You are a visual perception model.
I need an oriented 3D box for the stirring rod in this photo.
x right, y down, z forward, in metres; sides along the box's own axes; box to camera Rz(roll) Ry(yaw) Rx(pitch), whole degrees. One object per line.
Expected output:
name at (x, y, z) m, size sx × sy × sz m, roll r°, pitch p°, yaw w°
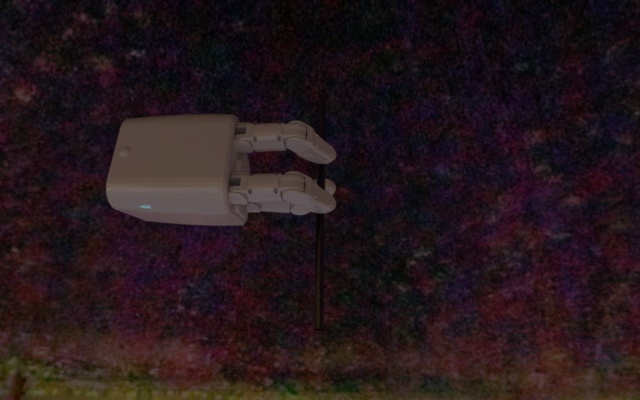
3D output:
stirring rod at (0.000, 0.001, 0.454) m, size 0.011 × 0.239 × 0.011 m, roll 1°, pitch -28°, yaw 0°
